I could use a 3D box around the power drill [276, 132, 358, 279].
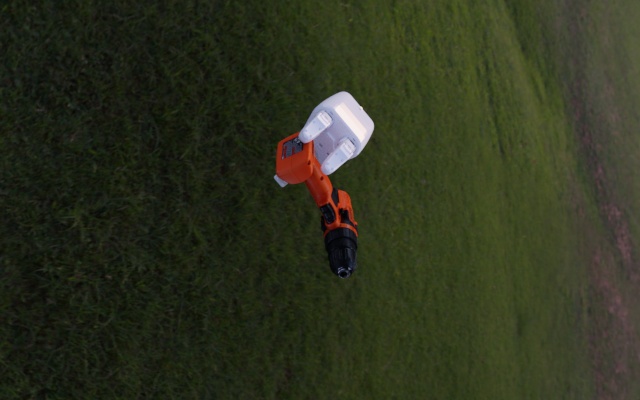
[{"bbox_3d":[0.000,0.002,0.716,0.057,0.188,0.184,-22,35,12],"label":"power drill"}]
